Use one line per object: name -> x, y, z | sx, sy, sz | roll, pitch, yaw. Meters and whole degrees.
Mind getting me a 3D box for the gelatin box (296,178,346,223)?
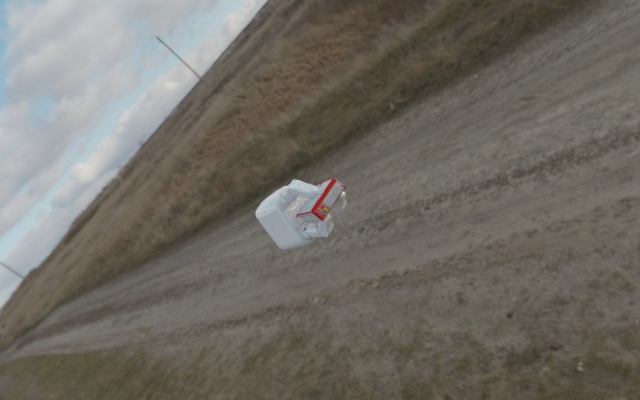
gelatin box -> 0.000, 0.002, 0.841 | 0.030, 0.073, 0.089 | 38, -17, -12
